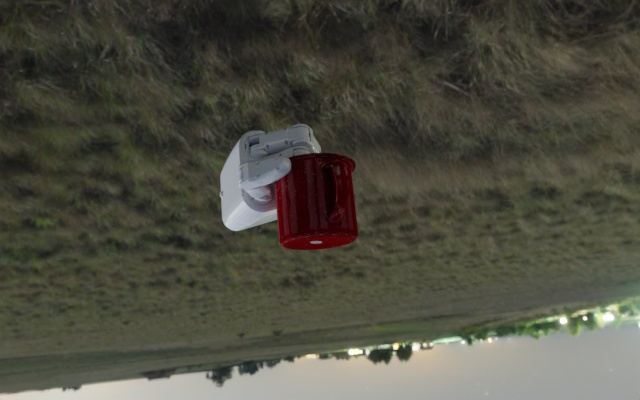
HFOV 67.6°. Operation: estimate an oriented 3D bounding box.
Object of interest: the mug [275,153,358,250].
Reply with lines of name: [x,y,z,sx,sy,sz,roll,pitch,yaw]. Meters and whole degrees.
mug: [0.001,0.001,0.485,0.093,0.081,0.117,2,-18,-26]
